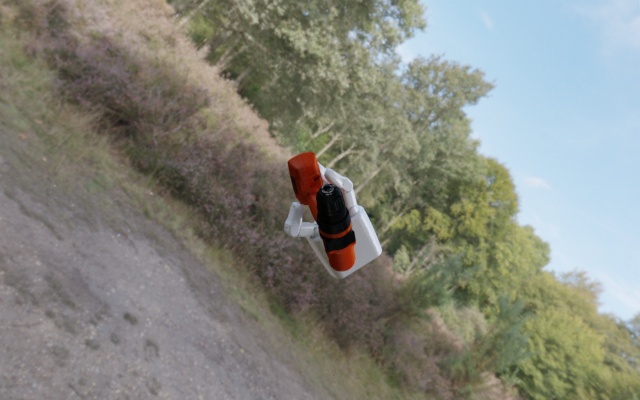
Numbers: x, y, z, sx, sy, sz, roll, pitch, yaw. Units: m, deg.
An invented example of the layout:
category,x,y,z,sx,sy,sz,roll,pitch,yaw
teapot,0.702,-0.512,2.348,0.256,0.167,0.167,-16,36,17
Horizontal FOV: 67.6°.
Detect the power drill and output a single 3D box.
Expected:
category,x,y,z,sx,sy,sz,roll,pitch,yaw
power drill,0.000,0.002,0.790,0.057,0.185,0.187,-18,45,-8
